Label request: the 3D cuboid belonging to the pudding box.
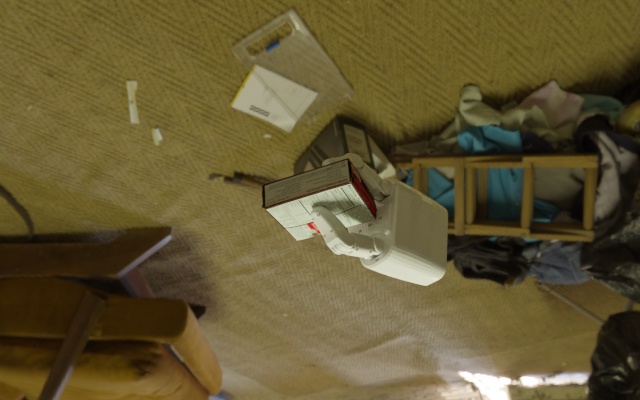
[{"bbox_3d":[0.000,0.002,0.567,0.113,0.039,0.090,-18,-37,16],"label":"pudding box"}]
